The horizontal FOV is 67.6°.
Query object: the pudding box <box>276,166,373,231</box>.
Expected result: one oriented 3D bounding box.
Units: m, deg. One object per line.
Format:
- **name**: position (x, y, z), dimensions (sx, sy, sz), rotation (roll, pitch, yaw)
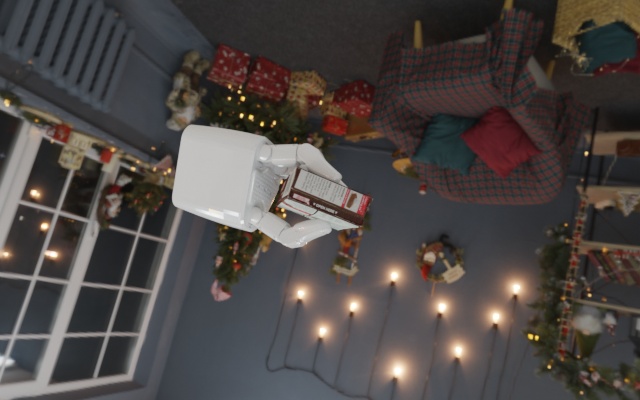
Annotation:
- **pudding box**: position (0.000, 0.002, 0.552), dimensions (0.090, 0.039, 0.113), rotation (21, -7, -8)
